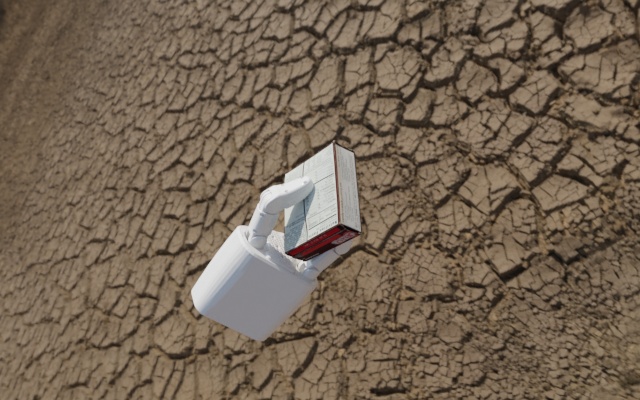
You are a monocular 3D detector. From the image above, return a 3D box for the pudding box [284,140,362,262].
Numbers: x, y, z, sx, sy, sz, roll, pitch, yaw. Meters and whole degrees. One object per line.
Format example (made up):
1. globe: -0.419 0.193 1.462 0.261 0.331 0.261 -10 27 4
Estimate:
1. pudding box: 0.000 0.002 0.541 0.039 0.113 0.090 24 -40 -38
